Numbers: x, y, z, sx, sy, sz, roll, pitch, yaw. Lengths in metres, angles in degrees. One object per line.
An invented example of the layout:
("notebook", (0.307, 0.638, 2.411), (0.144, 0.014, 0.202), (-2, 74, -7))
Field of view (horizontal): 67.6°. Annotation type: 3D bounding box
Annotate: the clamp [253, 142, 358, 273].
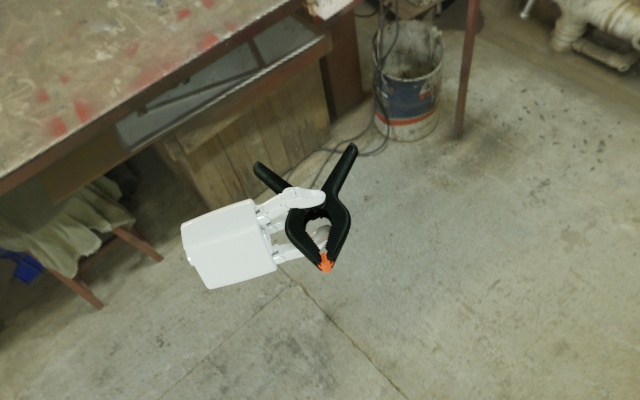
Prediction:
("clamp", (0.000, 0.002, 0.694), (0.164, 0.209, 0.036), (-18, -34, -3))
